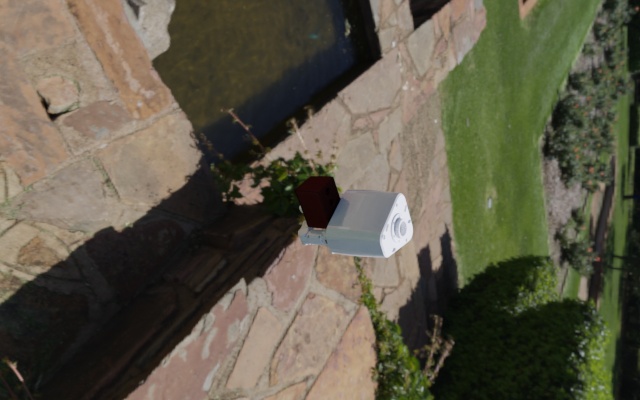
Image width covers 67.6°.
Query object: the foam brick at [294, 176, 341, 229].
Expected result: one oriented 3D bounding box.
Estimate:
[{"bbox_3d":[0.000,0.003,0.824,0.051,0.078,0.053,3,35,37],"label":"foam brick"}]
